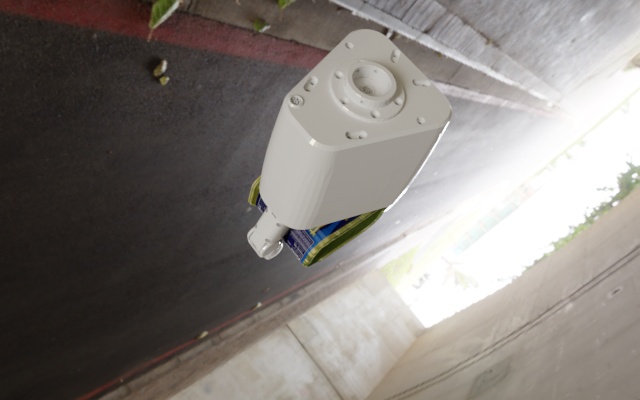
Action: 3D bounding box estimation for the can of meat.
[{"bbox_3d":[0.000,0.002,0.442,0.102,0.084,0.057,-31,-17,-30],"label":"can of meat"}]
